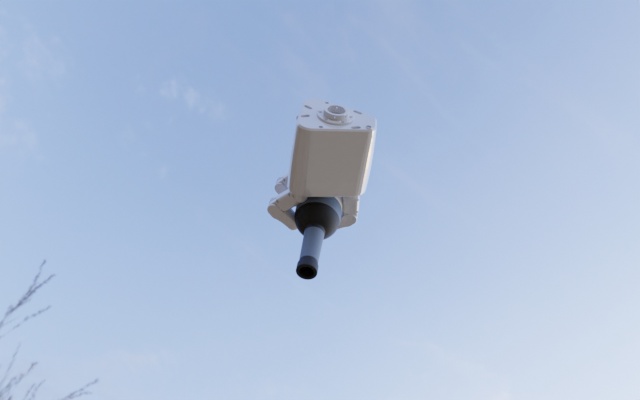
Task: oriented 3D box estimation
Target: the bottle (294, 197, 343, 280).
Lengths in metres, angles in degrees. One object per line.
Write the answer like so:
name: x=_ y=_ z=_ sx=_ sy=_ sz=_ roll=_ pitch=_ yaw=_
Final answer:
bottle: x=0.000 y=0.002 z=0.711 sx=0.069 sy=0.069 sz=0.295 roll=0 pitch=36 yaw=9
